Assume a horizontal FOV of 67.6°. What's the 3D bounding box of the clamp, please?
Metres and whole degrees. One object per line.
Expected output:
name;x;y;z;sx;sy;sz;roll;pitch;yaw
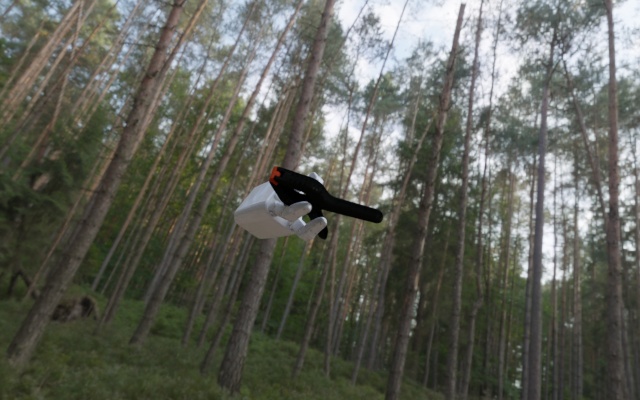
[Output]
clamp;0.000;0.002;0.863;0.164;0.036;0.210;-16;-43;40
